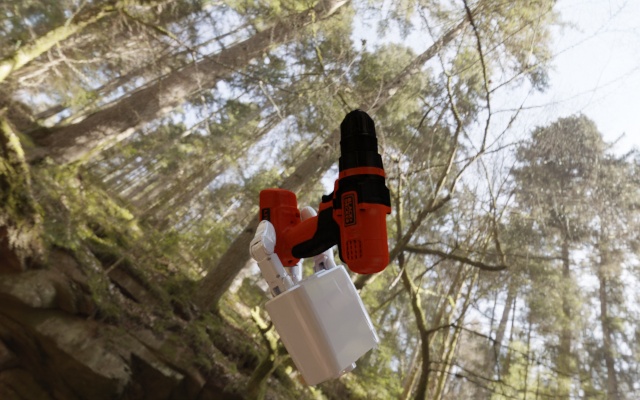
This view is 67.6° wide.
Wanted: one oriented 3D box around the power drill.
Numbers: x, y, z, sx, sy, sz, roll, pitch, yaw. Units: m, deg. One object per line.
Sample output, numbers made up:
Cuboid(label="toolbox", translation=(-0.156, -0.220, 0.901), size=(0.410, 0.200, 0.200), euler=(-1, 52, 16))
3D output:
Cuboid(label="power drill", translation=(0.000, 0.002, 0.571), size=(0.057, 0.184, 0.188), euler=(10, -19, -40))
